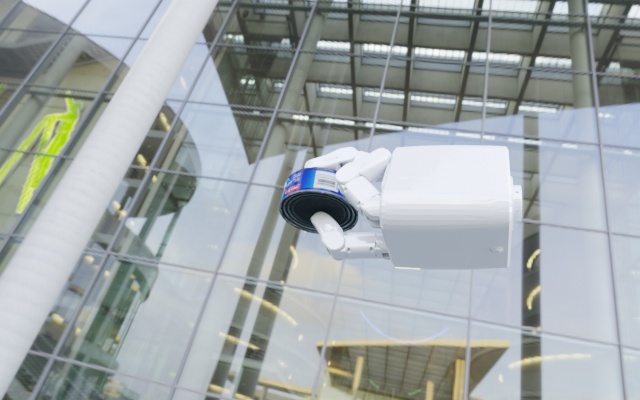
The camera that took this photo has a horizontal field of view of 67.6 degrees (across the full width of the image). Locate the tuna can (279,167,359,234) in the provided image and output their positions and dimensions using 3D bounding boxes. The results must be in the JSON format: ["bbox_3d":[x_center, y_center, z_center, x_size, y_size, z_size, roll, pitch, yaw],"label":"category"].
[{"bbox_3d":[0.000,0.001,0.520,0.086,0.033,0.086,6,-33,4],"label":"tuna can"}]
